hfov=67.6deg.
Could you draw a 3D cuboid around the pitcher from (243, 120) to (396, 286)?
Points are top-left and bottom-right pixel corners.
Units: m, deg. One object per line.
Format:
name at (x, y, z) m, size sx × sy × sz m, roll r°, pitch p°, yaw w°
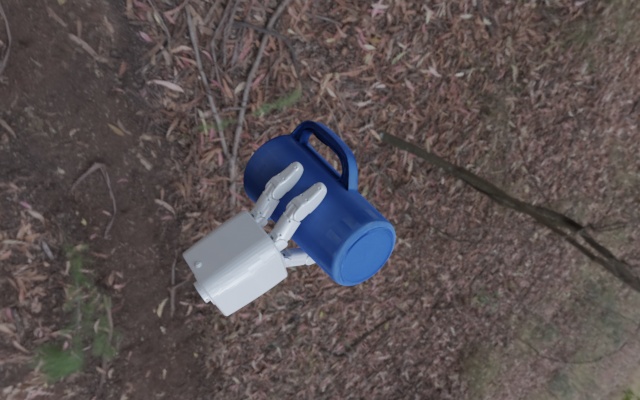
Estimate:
pitcher at (0.000, 0.002, 0.704) m, size 0.145 × 0.149 × 0.242 m, roll -33°, pitch 48°, yaw -15°
